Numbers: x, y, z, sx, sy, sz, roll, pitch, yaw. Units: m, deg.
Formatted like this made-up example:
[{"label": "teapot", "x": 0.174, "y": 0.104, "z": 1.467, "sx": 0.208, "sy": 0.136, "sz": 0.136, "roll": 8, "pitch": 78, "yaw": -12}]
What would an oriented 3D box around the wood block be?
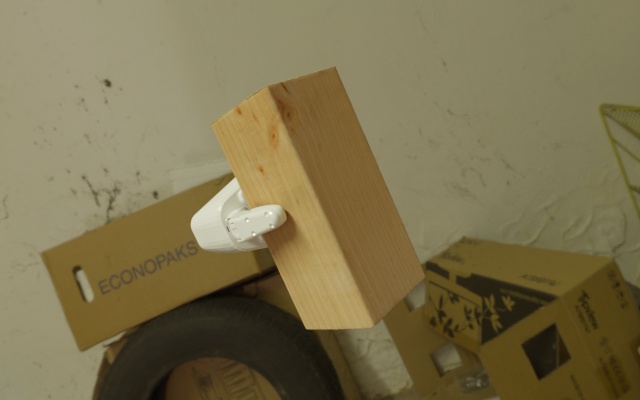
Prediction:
[{"label": "wood block", "x": 0.000, "y": 0.001, "z": 0.427, "sx": 0.090, "sy": 0.206, "sz": 0.090, "roll": -18, "pitch": 9, "yaw": 47}]
